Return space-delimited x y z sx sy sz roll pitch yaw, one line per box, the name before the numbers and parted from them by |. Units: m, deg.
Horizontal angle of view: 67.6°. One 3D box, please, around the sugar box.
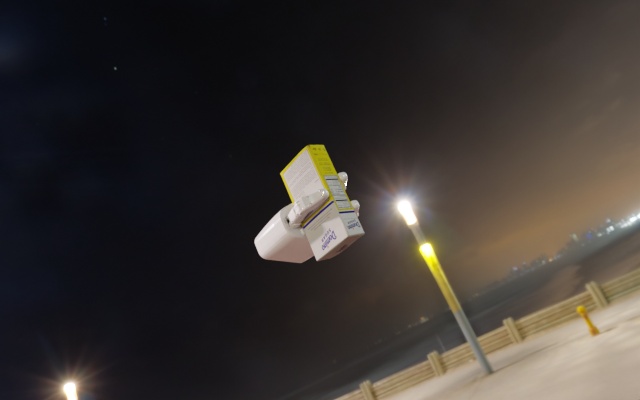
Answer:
sugar box | 0.000 0.003 0.807 0.048 0.176 0.093 -7 -26 -43
